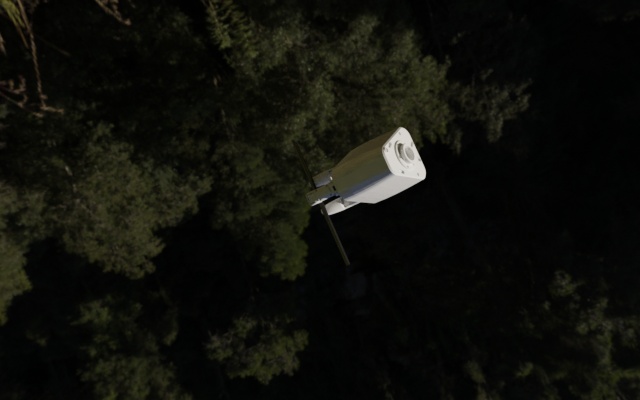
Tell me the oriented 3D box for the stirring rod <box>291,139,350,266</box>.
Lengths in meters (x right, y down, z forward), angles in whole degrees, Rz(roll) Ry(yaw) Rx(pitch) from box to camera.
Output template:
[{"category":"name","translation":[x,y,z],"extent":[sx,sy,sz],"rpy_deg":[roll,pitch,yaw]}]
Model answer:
[{"category":"stirring rod","translation":[0.000,0.003,0.841],"extent":[0.011,0.239,0.011],"rpy_deg":[-24,-2,-1]}]
